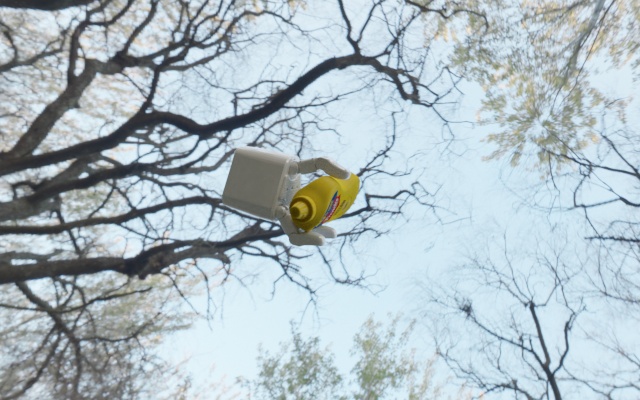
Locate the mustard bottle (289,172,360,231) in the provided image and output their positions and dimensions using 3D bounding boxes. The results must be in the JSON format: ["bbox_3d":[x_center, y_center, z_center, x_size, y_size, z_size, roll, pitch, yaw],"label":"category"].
[{"bbox_3d":[0.001,0.003,0.782,0.058,0.096,0.191,39,21,14],"label":"mustard bottle"}]
